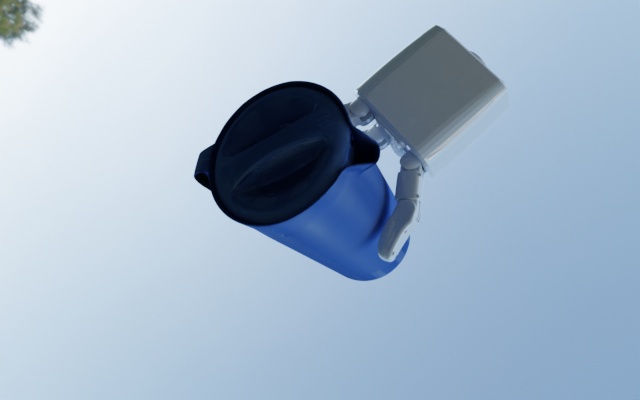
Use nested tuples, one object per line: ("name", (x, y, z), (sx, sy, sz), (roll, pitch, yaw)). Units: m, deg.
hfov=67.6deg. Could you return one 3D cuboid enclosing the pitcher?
("pitcher", (0.000, 0.002, 0.488), (0.149, 0.145, 0.243), (49, 3, 34))
